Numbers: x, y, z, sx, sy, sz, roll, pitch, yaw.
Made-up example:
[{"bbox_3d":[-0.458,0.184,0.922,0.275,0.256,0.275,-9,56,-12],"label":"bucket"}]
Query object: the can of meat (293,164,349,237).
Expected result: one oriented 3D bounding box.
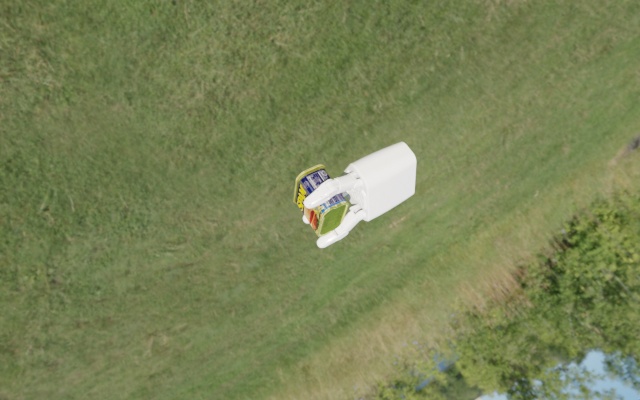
[{"bbox_3d":[0.000,0.003,0.821,0.057,0.084,0.102,-25,-24,-21],"label":"can of meat"}]
